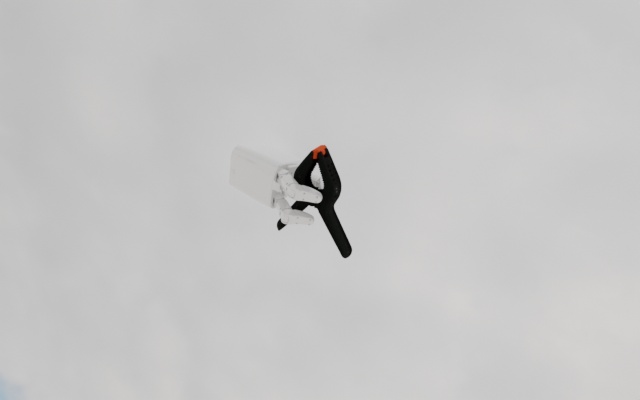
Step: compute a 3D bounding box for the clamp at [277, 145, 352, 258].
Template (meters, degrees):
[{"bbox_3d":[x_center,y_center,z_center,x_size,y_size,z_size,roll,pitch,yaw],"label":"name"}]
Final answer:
[{"bbox_3d":[0.000,0.002,0.869,0.164,0.210,0.036,26,36,20],"label":"clamp"}]
